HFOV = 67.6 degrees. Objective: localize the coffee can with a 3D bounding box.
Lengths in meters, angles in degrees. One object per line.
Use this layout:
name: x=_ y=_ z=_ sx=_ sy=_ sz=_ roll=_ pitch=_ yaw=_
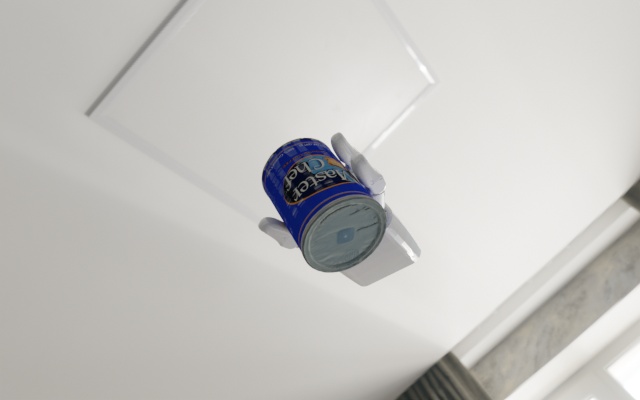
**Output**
coffee can: x=0.000 y=0.002 z=0.569 sx=0.103 sy=0.103 sz=0.140 roll=0 pitch=33 yaw=-29
